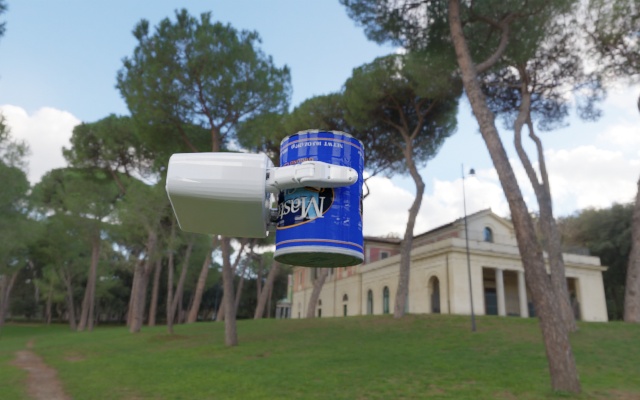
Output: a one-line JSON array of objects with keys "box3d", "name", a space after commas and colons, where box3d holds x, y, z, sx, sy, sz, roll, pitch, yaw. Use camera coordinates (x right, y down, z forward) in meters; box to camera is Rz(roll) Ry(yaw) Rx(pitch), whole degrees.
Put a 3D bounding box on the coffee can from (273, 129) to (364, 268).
[{"box3d": [0.000, 0.002, 0.562, 0.103, 0.140, 0.103, 2, -17, 1], "name": "coffee can"}]
